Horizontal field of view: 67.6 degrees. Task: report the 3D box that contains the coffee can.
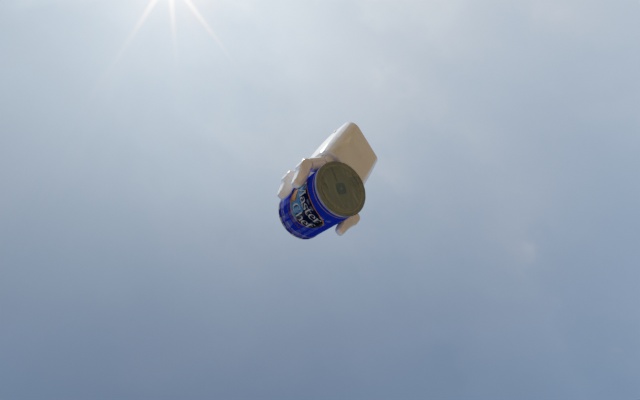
[{"bbox_3d":[0.000,0.003,0.871,0.103,0.102,0.140,0,-20,-34],"label":"coffee can"}]
